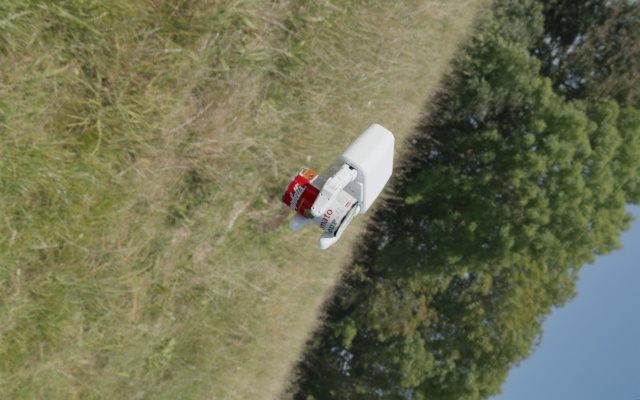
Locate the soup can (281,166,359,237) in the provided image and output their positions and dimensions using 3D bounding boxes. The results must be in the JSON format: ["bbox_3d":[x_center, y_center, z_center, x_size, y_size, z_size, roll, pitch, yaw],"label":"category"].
[{"bbox_3d":[0.000,0.003,0.738,0.102,0.068,0.068,34,7,11],"label":"soup can"}]
